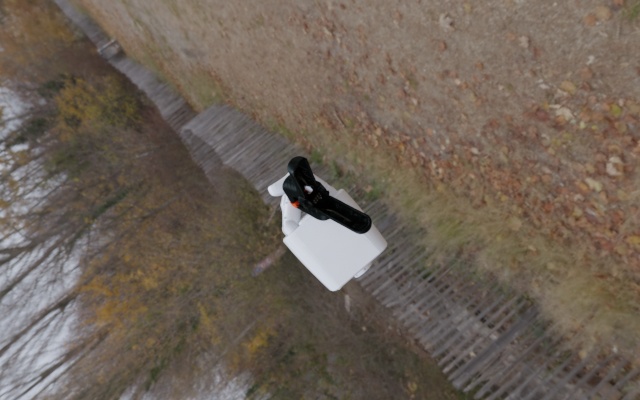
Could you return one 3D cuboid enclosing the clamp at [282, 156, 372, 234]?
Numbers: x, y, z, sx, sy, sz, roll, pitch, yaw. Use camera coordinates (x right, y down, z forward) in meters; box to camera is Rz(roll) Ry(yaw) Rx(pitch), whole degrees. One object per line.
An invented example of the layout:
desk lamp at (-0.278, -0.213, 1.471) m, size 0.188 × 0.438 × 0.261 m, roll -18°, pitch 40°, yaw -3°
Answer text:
clamp at (0.000, 0.002, 0.604) m, size 0.039 × 0.120 × 0.171 m, roll -44°, pitch 3°, yaw -9°
